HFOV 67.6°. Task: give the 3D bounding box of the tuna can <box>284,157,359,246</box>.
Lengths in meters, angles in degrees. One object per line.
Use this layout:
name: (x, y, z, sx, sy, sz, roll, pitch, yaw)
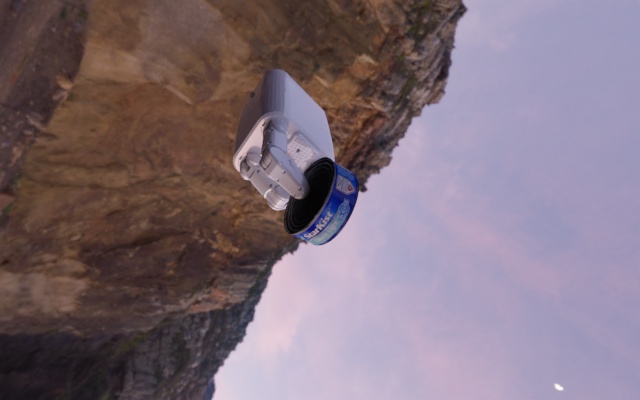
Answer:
tuna can: (0.001, 0.002, 0.483, 0.034, 0.086, 0.086, 28, -13, -25)
